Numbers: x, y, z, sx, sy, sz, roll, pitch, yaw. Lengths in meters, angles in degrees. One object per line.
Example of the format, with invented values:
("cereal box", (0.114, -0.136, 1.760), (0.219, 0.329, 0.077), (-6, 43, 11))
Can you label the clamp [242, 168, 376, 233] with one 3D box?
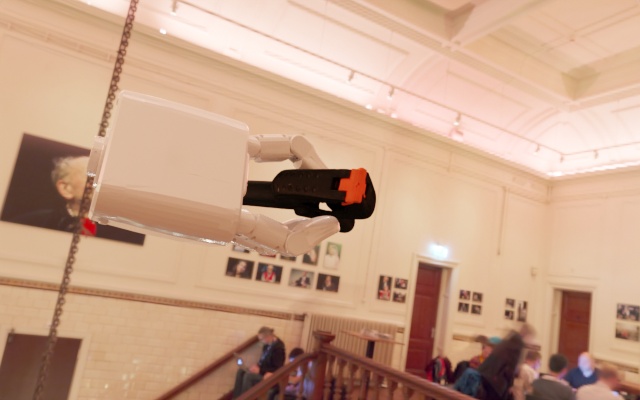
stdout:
("clamp", (0.000, 0.001, 0.458), (0.164, 0.036, 0.210), (15, -11, -25))
